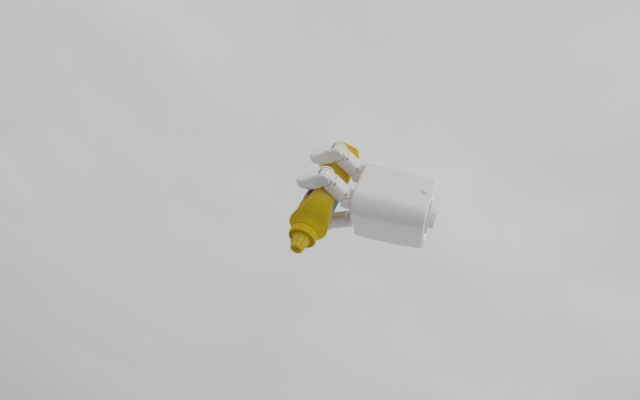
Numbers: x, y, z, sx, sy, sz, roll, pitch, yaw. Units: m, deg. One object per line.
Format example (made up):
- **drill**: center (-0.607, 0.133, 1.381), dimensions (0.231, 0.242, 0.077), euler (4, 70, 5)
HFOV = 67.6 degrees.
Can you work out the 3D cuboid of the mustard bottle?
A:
- **mustard bottle**: center (0.000, 0.002, 0.719), dimensions (0.058, 0.191, 0.096), euler (29, -39, -3)
